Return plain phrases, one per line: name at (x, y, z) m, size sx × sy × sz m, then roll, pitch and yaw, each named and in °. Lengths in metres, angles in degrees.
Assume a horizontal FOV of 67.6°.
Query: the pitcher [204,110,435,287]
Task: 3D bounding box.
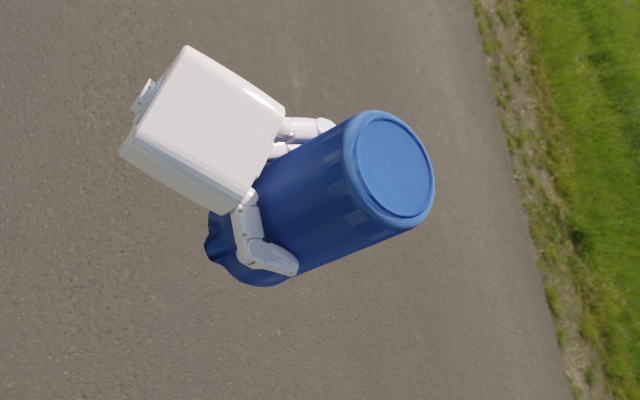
pitcher at (0.000, 0.002, 0.494) m, size 0.145 × 0.149 × 0.243 m, roll 31°, pitch -33°, yaw -25°
